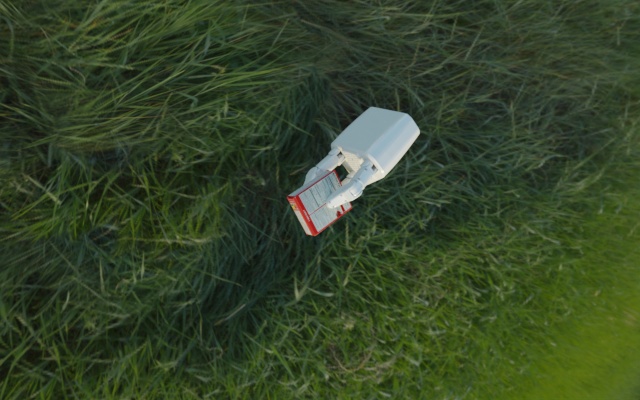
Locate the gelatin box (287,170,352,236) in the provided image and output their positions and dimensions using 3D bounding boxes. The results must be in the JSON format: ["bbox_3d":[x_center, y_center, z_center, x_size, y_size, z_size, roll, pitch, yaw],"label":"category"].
[{"bbox_3d":[0.000,0.003,0.771,0.089,0.073,0.030,-36,19,-26],"label":"gelatin box"}]
